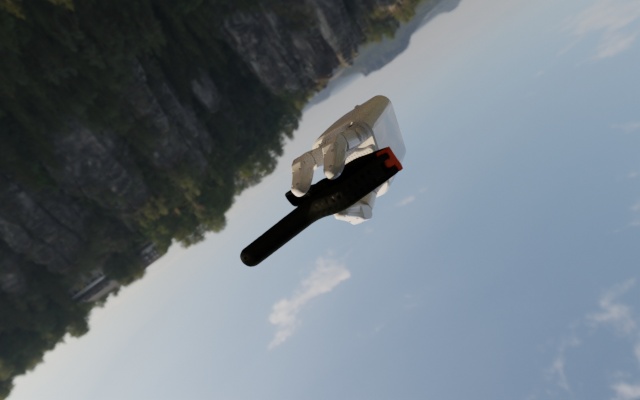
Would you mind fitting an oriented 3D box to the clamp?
[{"bbox_3d":[0.001,0.002,0.569,0.210,0.036,0.164,-26,19,37],"label":"clamp"}]
